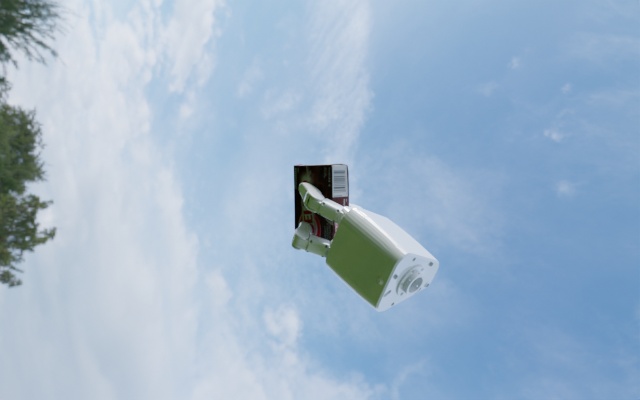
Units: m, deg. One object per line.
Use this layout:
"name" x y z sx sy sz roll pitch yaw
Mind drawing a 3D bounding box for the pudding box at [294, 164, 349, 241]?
"pudding box" 0.000 0.002 0.710 0.039 0.113 0.090 -1 3 -41
